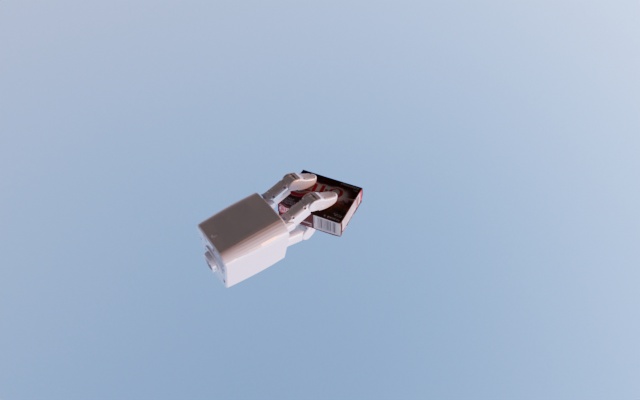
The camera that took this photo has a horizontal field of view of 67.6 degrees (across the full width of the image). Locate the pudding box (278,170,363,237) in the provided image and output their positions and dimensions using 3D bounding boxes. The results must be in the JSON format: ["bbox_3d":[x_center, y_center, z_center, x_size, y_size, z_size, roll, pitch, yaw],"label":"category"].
[{"bbox_3d":[0.000,0.003,0.773,0.113,0.039,0.090,19,49,17],"label":"pudding box"}]
